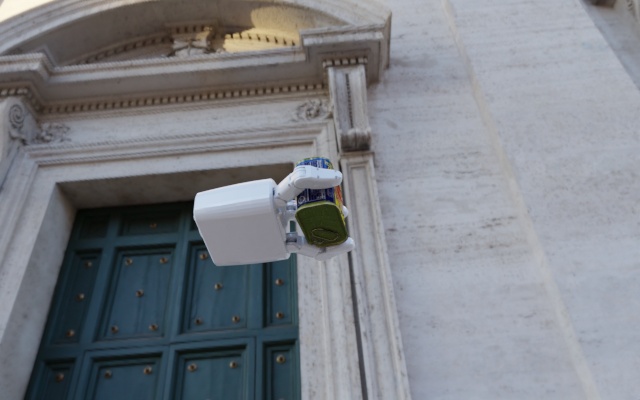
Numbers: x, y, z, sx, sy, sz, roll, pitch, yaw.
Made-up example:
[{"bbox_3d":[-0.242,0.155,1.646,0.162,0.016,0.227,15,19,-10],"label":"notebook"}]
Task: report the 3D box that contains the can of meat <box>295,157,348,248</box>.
[{"bbox_3d":[0.000,0.002,0.650,0.057,0.084,0.102,-11,-37,8],"label":"can of meat"}]
